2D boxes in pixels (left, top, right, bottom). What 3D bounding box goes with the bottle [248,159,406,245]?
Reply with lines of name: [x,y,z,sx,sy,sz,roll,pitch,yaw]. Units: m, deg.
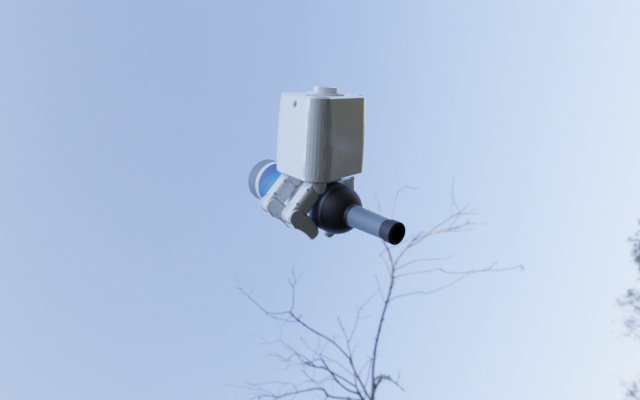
bottle: [0.000,0.002,0.650,0.069,0.069,0.295,0,14,-37]
